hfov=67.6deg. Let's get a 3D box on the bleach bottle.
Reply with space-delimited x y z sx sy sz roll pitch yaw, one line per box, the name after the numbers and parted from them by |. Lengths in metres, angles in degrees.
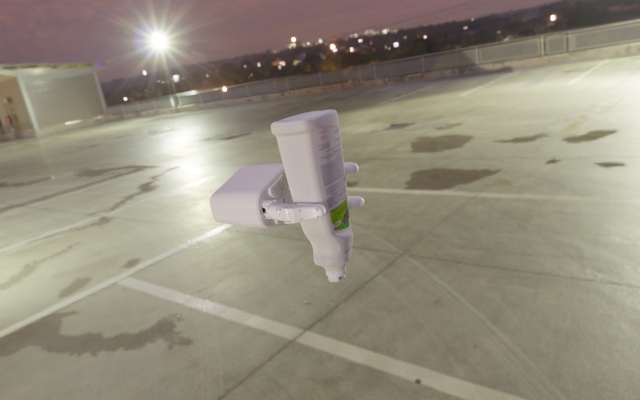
0.000 0.002 0.689 0.068 0.251 0.102 1 19 35 | bleach bottle
